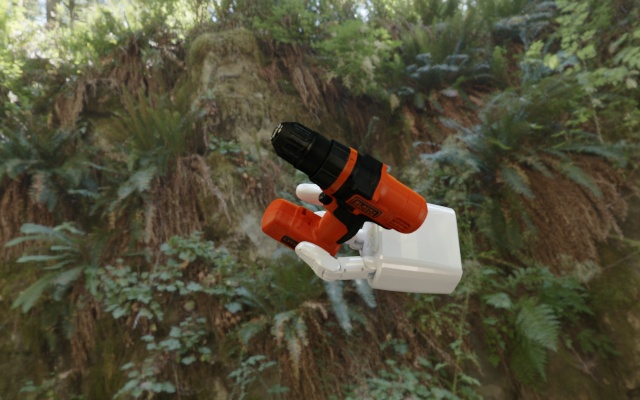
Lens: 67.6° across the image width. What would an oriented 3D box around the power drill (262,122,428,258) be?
[{"bbox_3d":[0.000,0.002,0.547,0.184,0.057,0.188,32,-32,-13],"label":"power drill"}]
